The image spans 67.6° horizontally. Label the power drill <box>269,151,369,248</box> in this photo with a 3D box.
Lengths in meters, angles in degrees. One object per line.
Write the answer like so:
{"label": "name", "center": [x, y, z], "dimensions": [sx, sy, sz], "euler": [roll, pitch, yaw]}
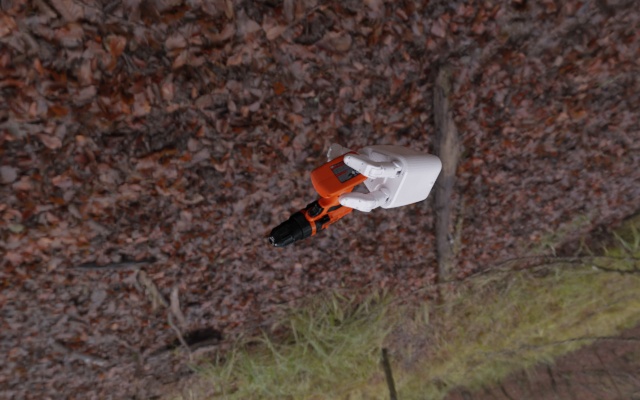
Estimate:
{"label": "power drill", "center": [0.000, 0.002, 0.833], "dimensions": [0.184, 0.057, 0.188], "euler": [-30, -15, -28]}
